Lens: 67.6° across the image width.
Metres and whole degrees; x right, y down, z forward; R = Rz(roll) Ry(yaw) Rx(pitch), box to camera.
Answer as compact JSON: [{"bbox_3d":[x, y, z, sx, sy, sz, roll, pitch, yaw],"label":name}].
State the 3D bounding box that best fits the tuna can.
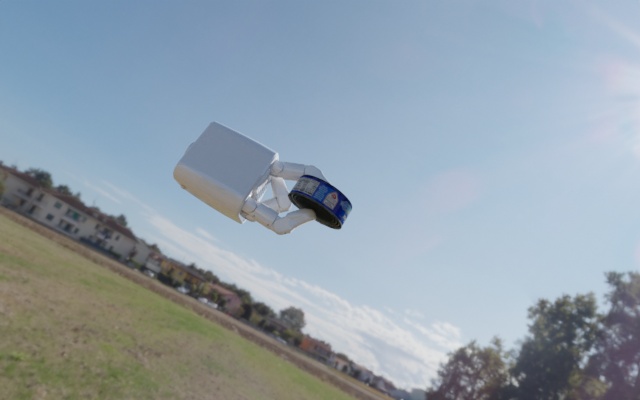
[{"bbox_3d":[0.000,0.002,0.652,0.086,0.033,0.086,30,-16,9],"label":"tuna can"}]
